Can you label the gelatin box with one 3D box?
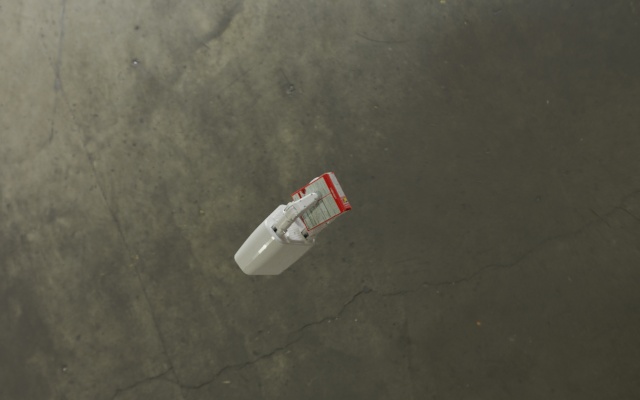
[{"bbox_3d":[0.000,0.003,0.836,0.089,0.073,0.030,-31,-9,33],"label":"gelatin box"}]
